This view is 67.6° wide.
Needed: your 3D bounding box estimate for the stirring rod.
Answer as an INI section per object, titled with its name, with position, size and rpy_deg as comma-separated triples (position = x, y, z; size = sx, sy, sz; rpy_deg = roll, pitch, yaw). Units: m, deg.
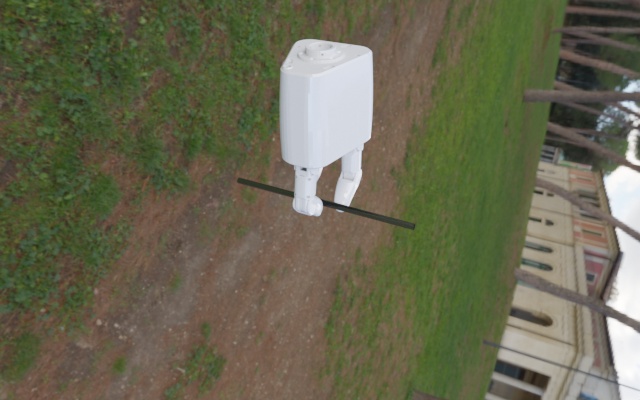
[stirring rod]
position = 0.000, 0.002, 0.597
size = 0.239, 0.011, 0.011
rpy_deg = 15, 5, 20
